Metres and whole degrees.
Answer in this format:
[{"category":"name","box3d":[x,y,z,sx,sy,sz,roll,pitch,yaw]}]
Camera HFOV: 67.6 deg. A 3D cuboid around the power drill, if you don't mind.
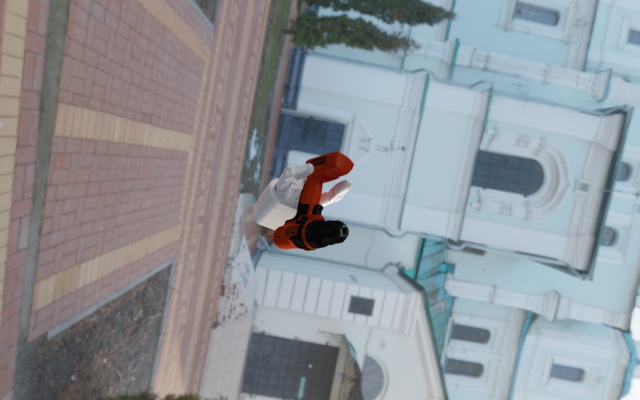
[{"category":"power drill","box3d":[0.000,0.003,0.878,0.184,0.187,0.057,-9,-38,47]}]
